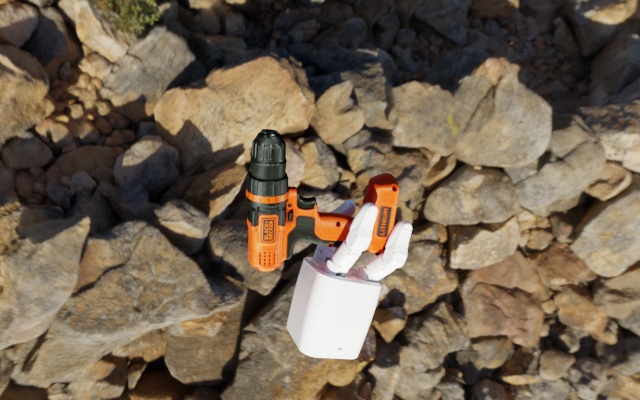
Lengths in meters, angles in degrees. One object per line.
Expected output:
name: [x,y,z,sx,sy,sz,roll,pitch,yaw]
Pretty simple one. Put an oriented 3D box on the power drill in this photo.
power drill: [0.001,0.002,0.605,0.187,0.184,0.057,1,25,-9]
